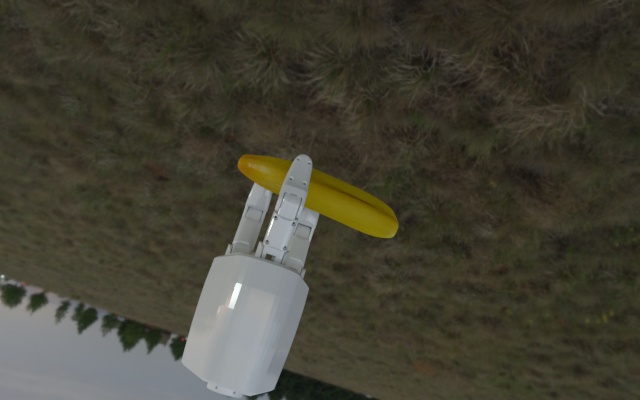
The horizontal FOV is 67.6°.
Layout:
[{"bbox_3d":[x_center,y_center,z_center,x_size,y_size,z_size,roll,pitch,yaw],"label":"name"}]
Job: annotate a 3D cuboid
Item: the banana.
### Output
[{"bbox_3d":[0.013,0.002,0.476,0.198,0.037,0.069,25,-16,-30],"label":"banana"}]
